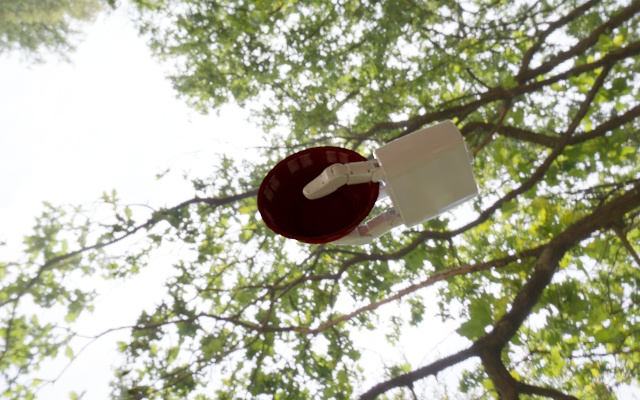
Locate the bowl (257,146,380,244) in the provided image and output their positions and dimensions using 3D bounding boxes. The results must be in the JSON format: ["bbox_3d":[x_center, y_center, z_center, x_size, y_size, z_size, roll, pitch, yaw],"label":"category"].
[{"bbox_3d":[-0.001,0.003,0.637,0.162,0.162,0.055,0,-39,13],"label":"bowl"}]
